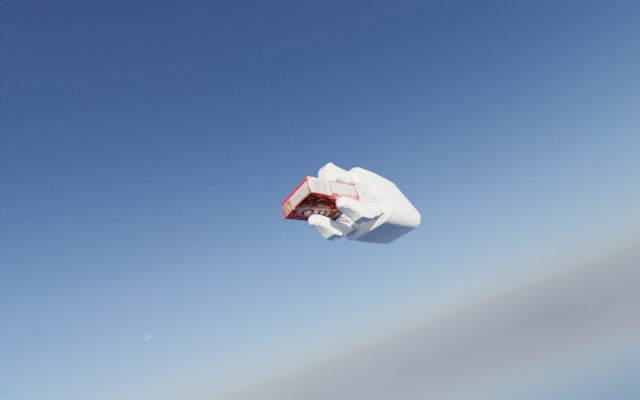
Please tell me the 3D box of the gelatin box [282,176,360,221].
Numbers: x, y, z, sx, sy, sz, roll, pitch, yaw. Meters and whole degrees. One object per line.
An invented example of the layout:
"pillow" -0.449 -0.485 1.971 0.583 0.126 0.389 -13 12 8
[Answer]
"gelatin box" 0.000 0.002 0.692 0.089 0.030 0.073 9 -37 -35
